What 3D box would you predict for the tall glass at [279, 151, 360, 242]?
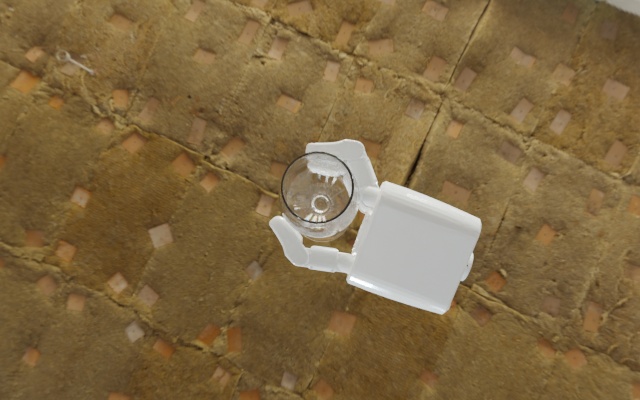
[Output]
[{"bbox_3d":[0.000,0.002,0.497,0.079,0.079,0.201,0,-8,2],"label":"tall glass"}]
